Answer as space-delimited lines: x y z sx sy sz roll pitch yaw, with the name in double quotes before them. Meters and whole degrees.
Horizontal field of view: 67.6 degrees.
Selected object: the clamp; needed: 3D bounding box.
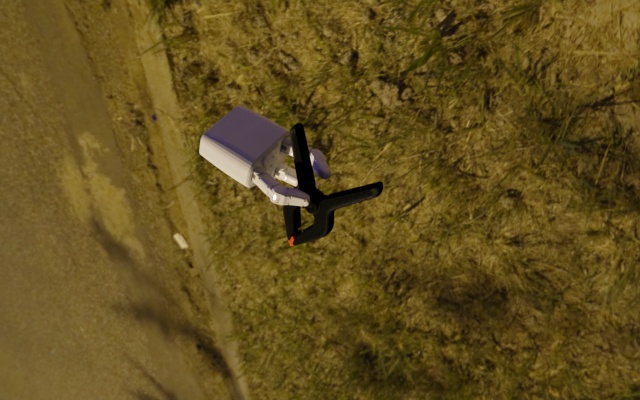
"clamp" -0.001 0.003 0.749 0.164 0.210 0.036 32 40 16
